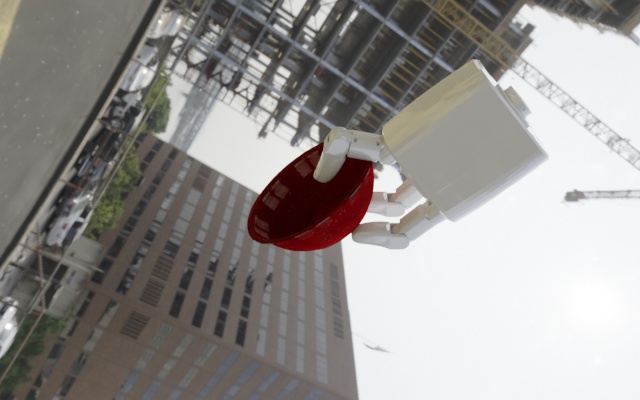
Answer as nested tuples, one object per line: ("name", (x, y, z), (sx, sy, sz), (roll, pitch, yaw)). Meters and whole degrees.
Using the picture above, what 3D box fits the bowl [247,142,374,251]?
("bowl", (-0.001, 0.002, 0.519), (0.162, 0.162, 0.055), (0, -44, 49))
